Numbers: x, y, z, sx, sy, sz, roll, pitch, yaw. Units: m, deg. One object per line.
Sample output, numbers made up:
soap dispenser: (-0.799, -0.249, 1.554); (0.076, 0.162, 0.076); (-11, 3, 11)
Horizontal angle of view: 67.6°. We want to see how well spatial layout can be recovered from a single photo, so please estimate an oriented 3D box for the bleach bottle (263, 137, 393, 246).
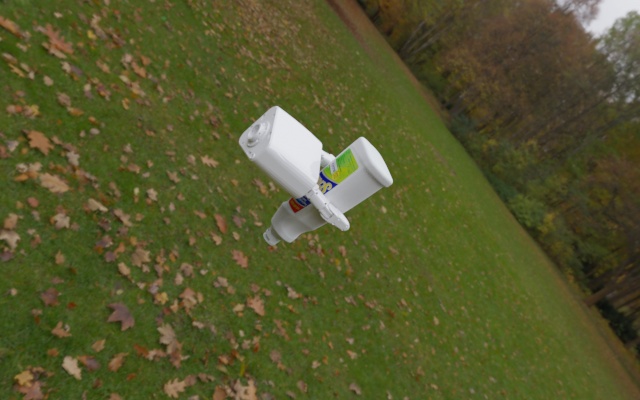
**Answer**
bleach bottle: (0.000, 0.003, 0.828); (0.251, 0.102, 0.068); (-38, -54, 18)
